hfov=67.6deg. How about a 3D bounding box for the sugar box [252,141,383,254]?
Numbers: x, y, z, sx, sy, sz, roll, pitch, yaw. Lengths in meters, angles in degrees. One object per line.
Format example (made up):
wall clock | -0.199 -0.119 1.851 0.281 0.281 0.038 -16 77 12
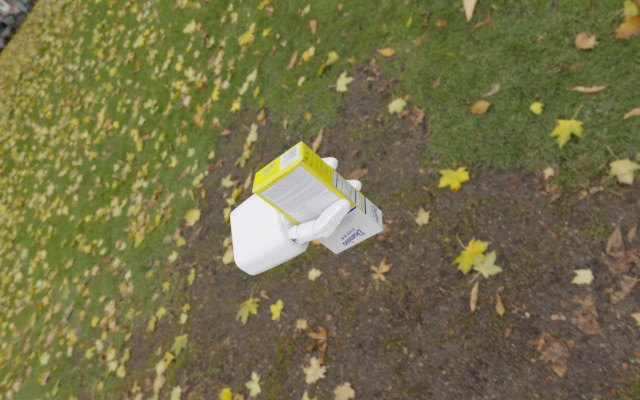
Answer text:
sugar box | 0.000 0.002 0.681 0.093 0.048 0.176 -30 -51 29
